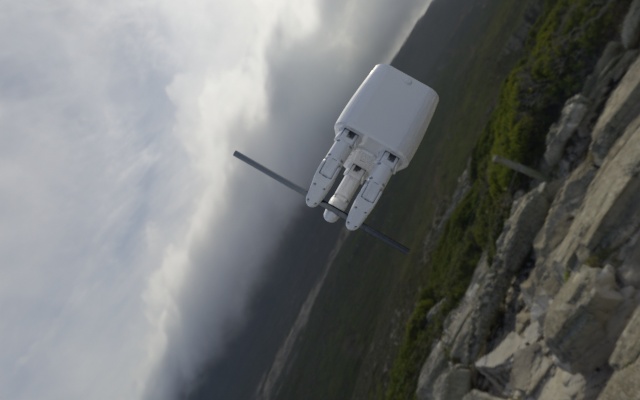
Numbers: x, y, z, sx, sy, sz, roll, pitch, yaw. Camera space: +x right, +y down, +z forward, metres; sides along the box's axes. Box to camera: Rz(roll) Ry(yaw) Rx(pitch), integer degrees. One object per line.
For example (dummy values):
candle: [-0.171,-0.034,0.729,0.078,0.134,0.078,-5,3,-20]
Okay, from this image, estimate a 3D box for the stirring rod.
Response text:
stirring rod: [0.000,0.002,0.573,0.239,0.011,0.011,30,2,3]
